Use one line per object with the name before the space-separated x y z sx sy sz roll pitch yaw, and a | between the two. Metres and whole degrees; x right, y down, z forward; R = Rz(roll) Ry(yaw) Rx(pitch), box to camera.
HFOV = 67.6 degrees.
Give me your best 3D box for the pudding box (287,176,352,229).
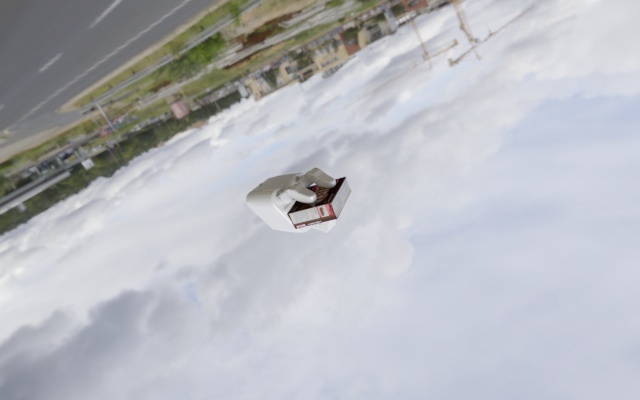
pudding box | 0.000 0.003 0.879 0.090 0.039 0.113 -16 23 25
